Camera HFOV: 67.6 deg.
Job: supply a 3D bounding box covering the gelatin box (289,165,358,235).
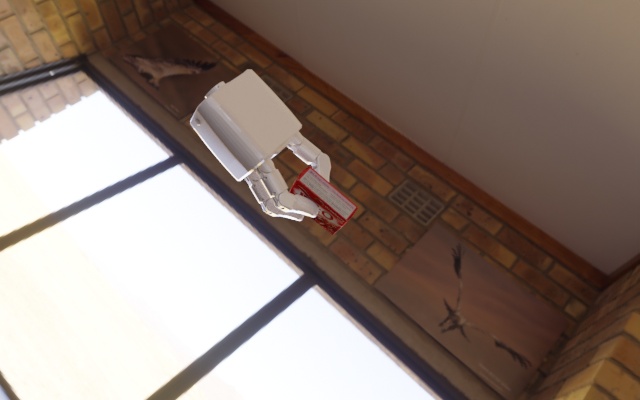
[{"bbox_3d":[0.001,0.002,0.655,0.089,0.030,0.073,40,-24,1],"label":"gelatin box"}]
